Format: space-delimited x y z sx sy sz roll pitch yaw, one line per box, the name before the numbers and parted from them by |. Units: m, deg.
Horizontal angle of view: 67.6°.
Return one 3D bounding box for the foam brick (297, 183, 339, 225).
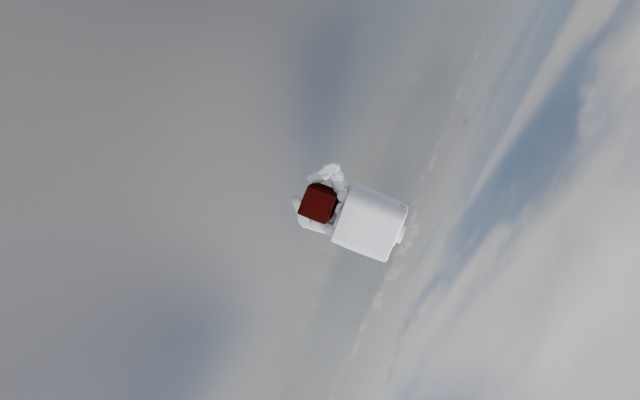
foam brick | 0.000 0.003 0.828 0.051 0.053 0.078 23 12 8
